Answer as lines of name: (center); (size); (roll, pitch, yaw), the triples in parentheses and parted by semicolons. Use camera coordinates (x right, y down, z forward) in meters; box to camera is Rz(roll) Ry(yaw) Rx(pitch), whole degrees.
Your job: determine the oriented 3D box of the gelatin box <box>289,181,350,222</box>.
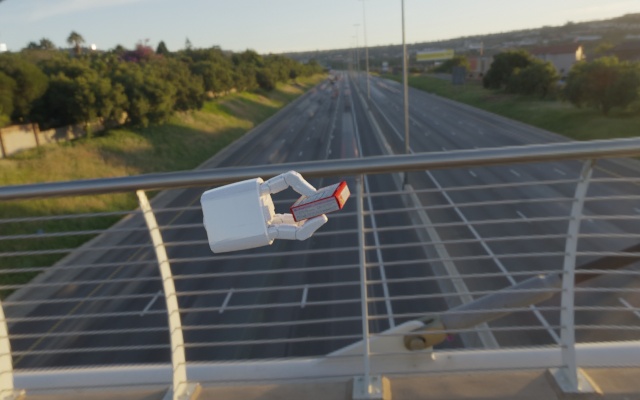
gelatin box: (0.000, 0.002, 0.823); (0.089, 0.030, 0.073); (-17, 14, 22)
